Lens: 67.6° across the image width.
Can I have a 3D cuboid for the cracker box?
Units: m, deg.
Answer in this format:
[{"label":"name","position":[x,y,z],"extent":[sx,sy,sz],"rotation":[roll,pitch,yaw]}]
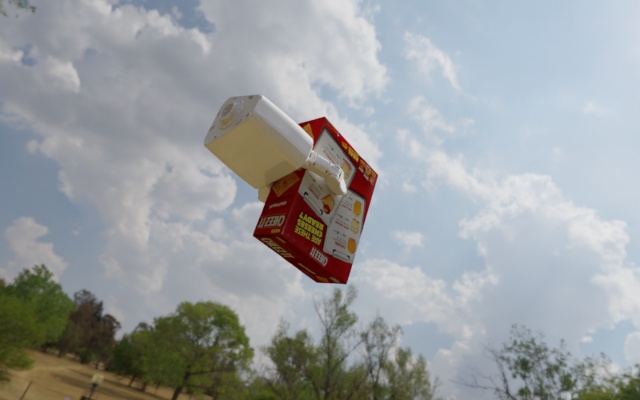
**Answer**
[{"label":"cracker box","position":[0.000,0.002,0.761],"extent":[0.072,0.213,0.164],"rotation":[-7,-37,41]}]
